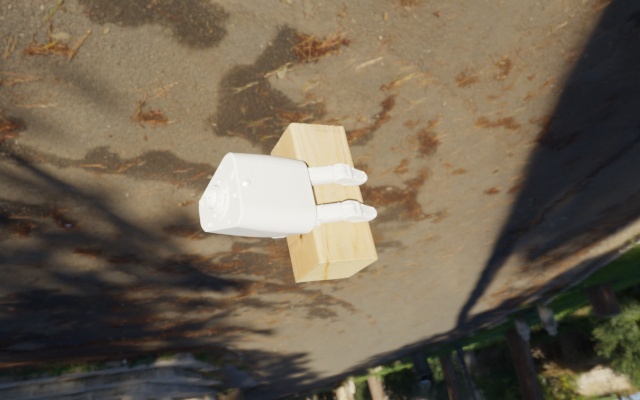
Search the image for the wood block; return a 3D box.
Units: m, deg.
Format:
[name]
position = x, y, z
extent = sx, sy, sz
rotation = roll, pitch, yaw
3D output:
[wood block]
position = 0.000, 0.002, 0.685
extent = 0.090, 0.206, 0.091
rotation = -1, -24, -27
